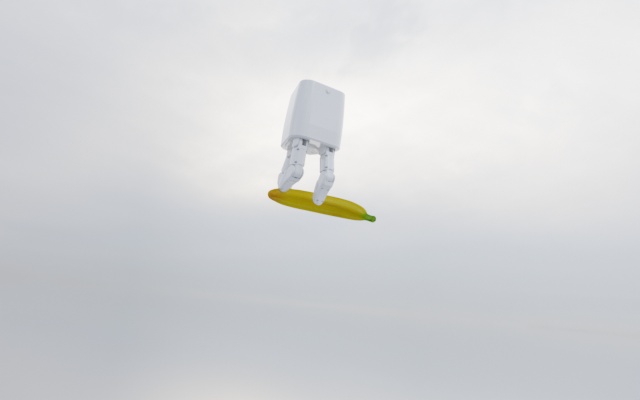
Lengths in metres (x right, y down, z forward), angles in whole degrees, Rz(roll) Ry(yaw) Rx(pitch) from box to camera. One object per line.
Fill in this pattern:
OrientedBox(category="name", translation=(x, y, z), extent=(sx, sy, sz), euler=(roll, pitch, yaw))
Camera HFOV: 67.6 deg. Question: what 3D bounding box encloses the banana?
OrientedBox(category="banana", translation=(0.001, 0.005, 0.871), extent=(0.198, 0.037, 0.069), euler=(12, -6, -7))
